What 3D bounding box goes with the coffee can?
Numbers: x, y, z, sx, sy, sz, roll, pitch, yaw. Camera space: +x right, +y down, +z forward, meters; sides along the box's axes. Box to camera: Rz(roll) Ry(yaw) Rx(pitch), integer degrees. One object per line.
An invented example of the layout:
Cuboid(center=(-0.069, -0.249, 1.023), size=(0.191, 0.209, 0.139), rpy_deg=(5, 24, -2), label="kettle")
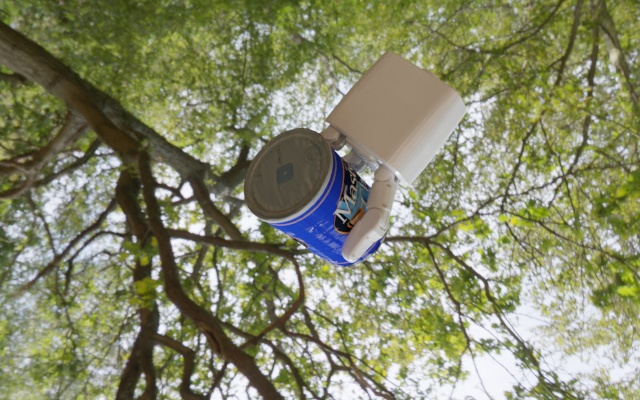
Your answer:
Cuboid(center=(0.000, 0.002, 0.518), size=(0.103, 0.102, 0.140), rpy_deg=(0, -25, 34), label="coffee can")
